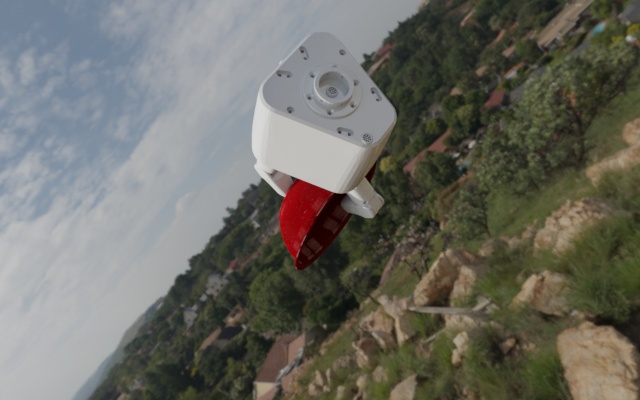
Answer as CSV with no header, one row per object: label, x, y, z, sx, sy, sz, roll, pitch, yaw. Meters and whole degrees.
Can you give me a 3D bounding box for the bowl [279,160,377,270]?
bowl,0.000,0.002,0.570,0.055,0.162,0.162,34,9,15
